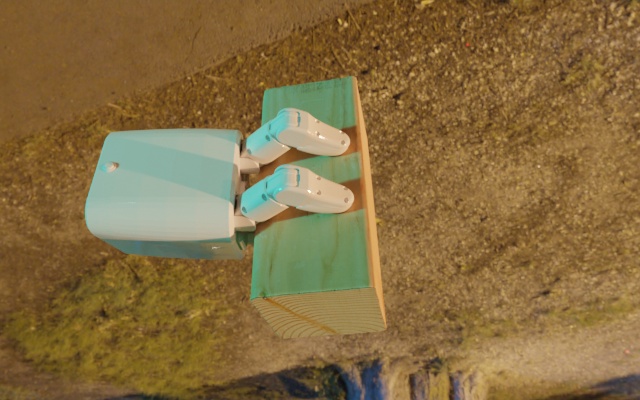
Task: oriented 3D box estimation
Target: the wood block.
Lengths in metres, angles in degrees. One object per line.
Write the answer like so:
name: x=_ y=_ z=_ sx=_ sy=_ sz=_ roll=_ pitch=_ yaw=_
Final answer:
wood block: x=0.000 y=0.002 z=0.413 sx=0.090 sy=0.206 sz=0.091 roll=-7 pitch=-34 yaw=8
